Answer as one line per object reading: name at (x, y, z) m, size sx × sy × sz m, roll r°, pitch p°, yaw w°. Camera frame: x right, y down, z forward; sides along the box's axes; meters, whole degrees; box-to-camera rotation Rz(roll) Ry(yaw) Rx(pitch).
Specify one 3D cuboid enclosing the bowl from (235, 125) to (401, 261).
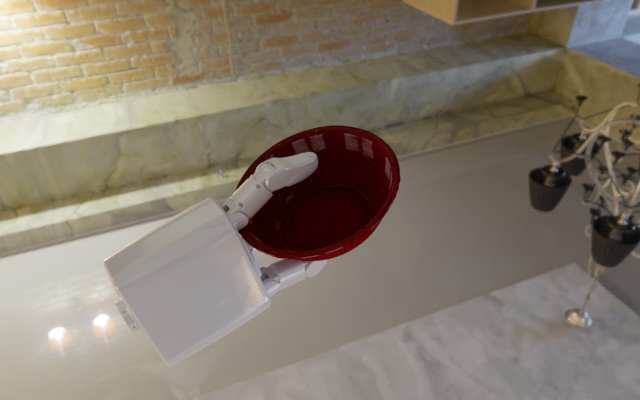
bowl at (0.001, 0.001, 0.460) m, size 0.162 × 0.162 × 0.055 m, roll 0°, pitch -39°, yaw 22°
